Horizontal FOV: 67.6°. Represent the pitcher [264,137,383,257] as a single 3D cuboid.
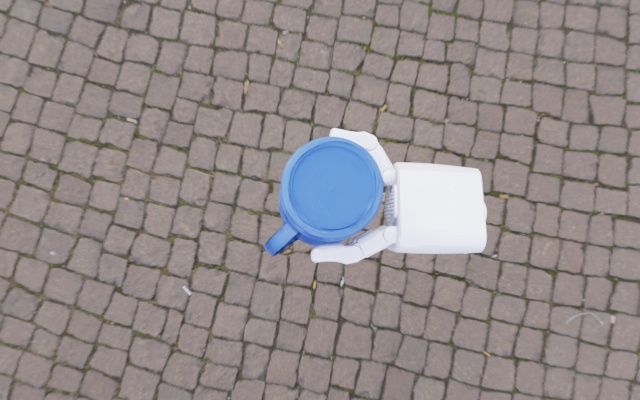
[{"bbox_3d":[0.000,0.002,0.606,0.145,0.149,0.243,3,-4,-2],"label":"pitcher"}]
